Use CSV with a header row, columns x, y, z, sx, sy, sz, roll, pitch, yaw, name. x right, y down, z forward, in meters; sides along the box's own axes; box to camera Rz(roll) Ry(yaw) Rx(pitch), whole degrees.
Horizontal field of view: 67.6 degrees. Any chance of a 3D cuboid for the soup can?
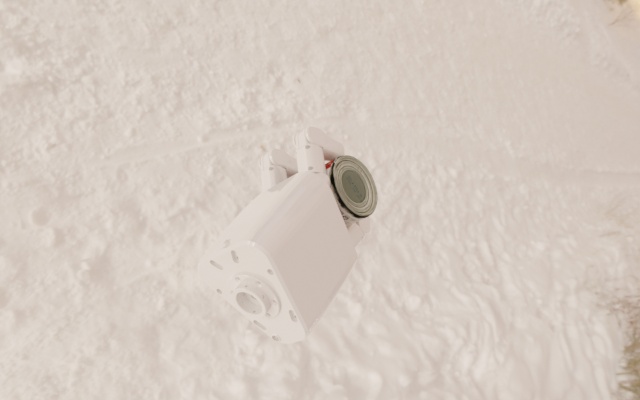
x,y,z,sx,sy,sz,roll,pitch,yaw,name
0.001,0.001,0.501,0.102,0.068,0.068,-25,-17,40,soup can
